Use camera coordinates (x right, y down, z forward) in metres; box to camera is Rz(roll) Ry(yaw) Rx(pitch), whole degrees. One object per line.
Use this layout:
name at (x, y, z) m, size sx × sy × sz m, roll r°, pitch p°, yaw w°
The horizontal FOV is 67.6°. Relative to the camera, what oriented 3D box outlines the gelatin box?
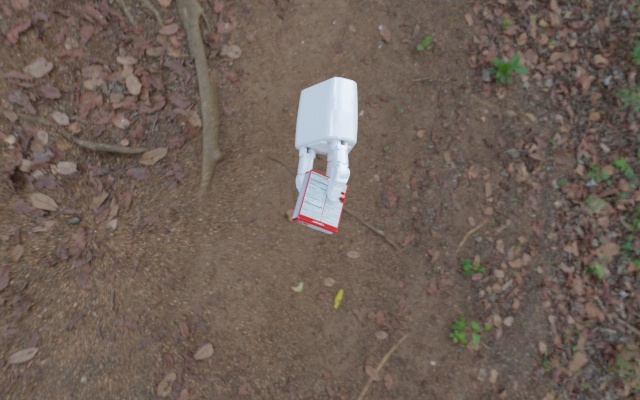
gelatin box at (0.000, 0.003, 0.789) m, size 0.073 × 0.089 × 0.030 m, roll 21°, pitch -20°, yaw -21°
